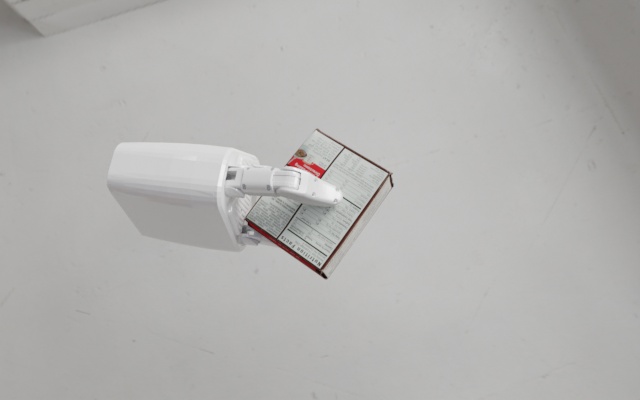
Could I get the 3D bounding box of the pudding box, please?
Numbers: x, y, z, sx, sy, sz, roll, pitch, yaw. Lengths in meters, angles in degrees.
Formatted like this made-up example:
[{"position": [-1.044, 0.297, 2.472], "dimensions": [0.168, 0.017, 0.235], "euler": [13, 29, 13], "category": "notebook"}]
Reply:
[{"position": [0.000, 0.001, 0.441], "dimensions": [0.090, 0.113, 0.039], "euler": [33, -9, 18], "category": "pudding box"}]
